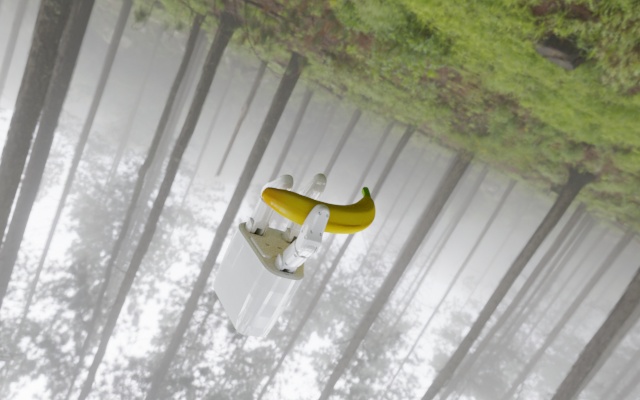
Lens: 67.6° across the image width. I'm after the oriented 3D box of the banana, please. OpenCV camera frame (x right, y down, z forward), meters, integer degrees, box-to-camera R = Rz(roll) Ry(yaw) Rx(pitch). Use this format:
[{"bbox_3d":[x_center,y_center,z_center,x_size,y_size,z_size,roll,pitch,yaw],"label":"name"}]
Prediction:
[{"bbox_3d":[0.013,0.014,0.605,0.198,0.037,0.069,0,38,-48],"label":"banana"}]
